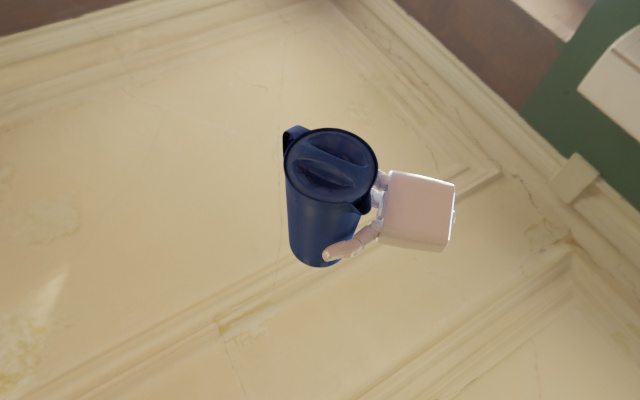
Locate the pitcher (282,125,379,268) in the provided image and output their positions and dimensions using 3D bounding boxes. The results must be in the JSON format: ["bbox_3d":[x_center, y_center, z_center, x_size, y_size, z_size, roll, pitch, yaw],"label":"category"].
[{"bbox_3d":[0.000,0.003,0.760,0.145,0.149,0.243,8,-33,0],"label":"pitcher"}]
